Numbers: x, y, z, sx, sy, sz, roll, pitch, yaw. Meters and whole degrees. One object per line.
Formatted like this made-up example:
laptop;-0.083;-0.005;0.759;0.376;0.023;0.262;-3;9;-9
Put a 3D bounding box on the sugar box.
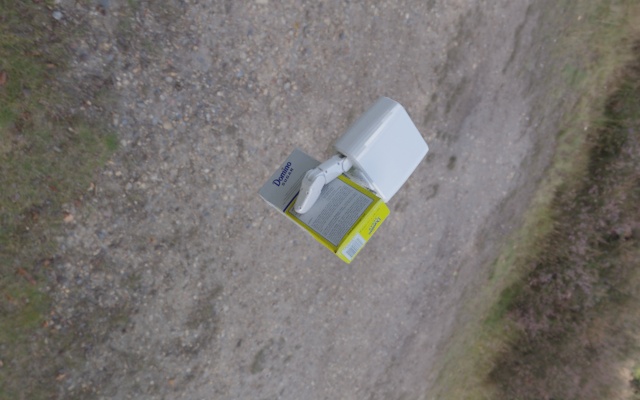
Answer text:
sugar box;0.001;0.002;0.671;0.176;0.093;0.048;34;-9;40
